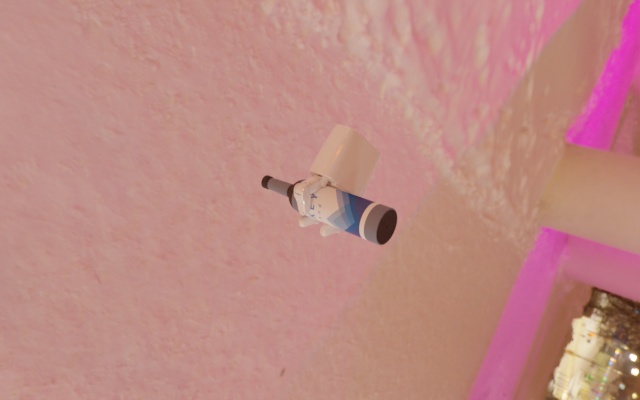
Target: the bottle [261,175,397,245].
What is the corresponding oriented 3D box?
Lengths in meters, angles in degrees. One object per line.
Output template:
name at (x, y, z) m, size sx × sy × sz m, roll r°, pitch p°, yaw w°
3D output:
bottle at (0.000, 0.003, 0.889) m, size 0.295 × 0.069 × 0.069 m, roll 20°, pitch 12°, yaw 36°
